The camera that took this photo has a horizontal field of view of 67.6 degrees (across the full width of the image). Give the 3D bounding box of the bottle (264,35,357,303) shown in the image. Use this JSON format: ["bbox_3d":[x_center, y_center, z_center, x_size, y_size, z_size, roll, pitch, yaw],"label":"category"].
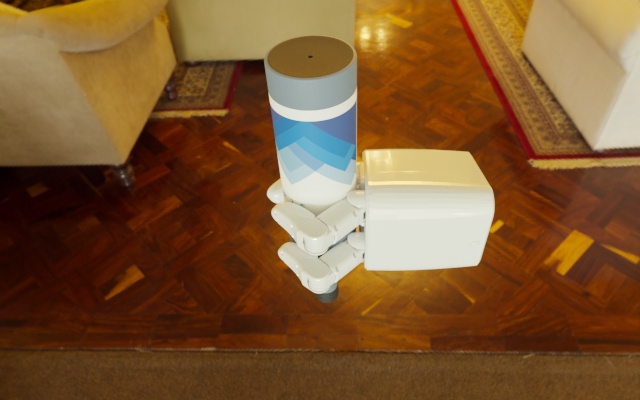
[{"bbox_3d":[0.000,0.001,0.443,0.069,0.296,0.069,-2,45,2],"label":"bottle"}]
